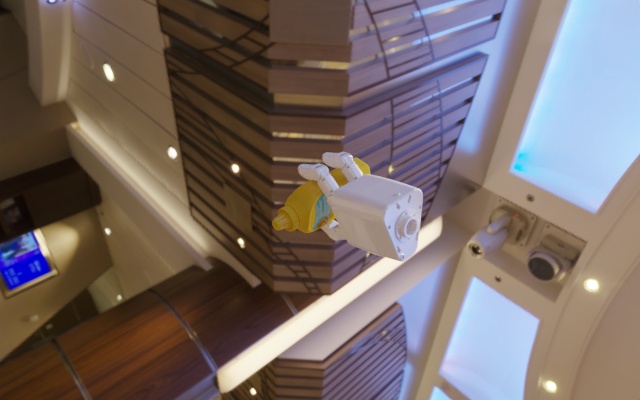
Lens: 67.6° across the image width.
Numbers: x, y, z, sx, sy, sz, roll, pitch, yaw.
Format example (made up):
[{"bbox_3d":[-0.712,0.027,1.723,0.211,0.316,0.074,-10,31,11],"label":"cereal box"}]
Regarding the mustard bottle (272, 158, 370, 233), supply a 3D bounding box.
[{"bbox_3d":[0.000,0.002,0.799,0.191,0.096,0.058,-28,54,-34],"label":"mustard bottle"}]
